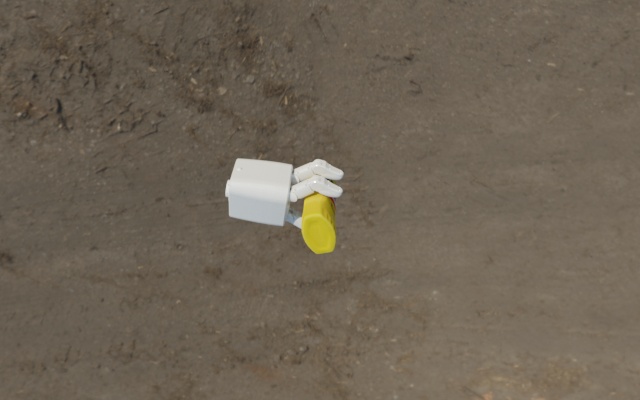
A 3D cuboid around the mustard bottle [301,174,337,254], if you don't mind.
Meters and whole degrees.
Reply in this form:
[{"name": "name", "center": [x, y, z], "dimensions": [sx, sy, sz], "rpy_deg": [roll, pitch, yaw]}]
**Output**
[{"name": "mustard bottle", "center": [0.000, 0.003, 0.896], "dimensions": [0.058, 0.096, 0.191], "rpy_deg": [-12, 37, 11]}]
